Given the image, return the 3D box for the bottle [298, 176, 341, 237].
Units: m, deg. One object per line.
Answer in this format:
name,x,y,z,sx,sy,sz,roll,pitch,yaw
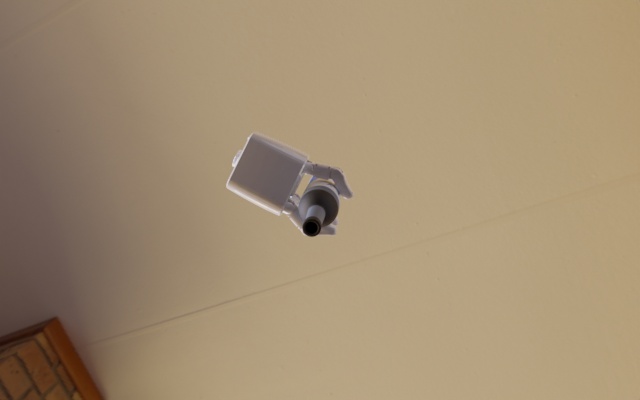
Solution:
bottle,0.000,0.003,0.816,0.069,0.069,0.295,0,14,5
